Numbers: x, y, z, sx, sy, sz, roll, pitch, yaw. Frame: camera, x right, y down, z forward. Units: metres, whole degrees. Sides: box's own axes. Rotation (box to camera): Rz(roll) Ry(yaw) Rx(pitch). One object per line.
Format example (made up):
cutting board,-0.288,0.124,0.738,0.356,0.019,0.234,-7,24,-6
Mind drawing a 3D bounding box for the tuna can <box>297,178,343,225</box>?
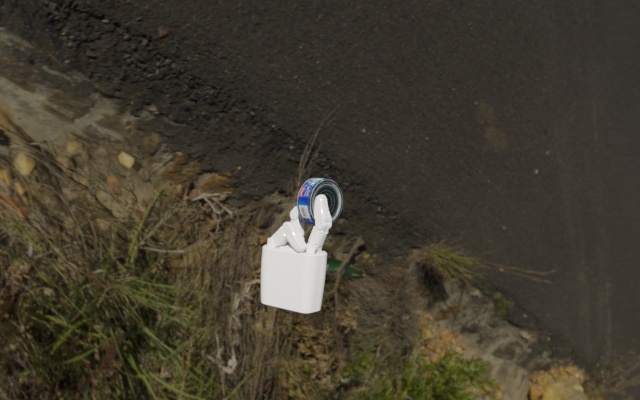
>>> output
tuna can,0.001,0.003,0.853,0.086,0.086,0.034,0,3,-44
